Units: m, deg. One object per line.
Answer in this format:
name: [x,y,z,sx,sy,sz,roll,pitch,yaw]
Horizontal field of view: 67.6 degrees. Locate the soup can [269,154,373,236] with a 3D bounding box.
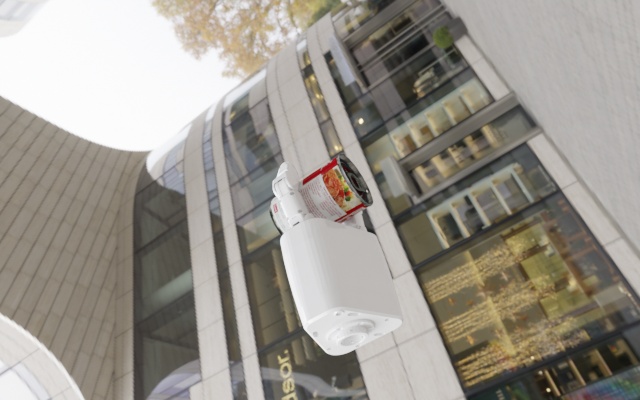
soup can: [0.000,0.002,0.552,0.102,0.068,0.068,-32,-11,19]
